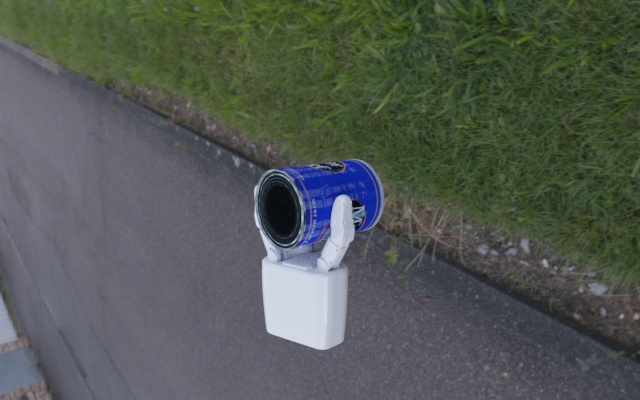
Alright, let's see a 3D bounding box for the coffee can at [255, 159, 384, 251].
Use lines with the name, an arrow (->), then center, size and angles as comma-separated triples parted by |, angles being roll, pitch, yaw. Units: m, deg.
coffee can -> 0.000, 0.002, 0.632 | 0.140, 0.103, 0.103 | -11, 7, -40
